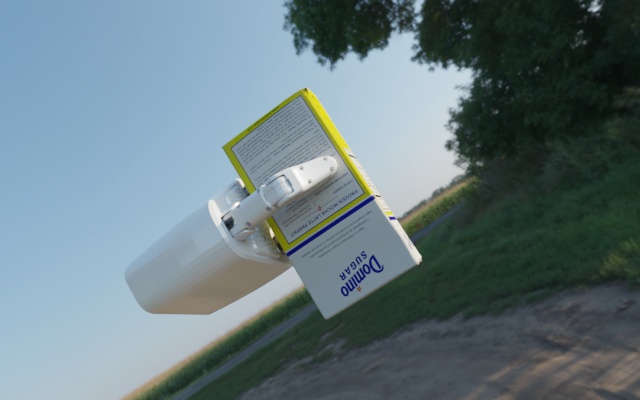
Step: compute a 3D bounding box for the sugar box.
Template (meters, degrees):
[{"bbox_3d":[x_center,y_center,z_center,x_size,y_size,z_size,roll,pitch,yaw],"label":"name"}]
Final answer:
[{"bbox_3d":[0.000,0.001,0.413,0.093,0.176,0.048,-34,-8,14],"label":"sugar box"}]
